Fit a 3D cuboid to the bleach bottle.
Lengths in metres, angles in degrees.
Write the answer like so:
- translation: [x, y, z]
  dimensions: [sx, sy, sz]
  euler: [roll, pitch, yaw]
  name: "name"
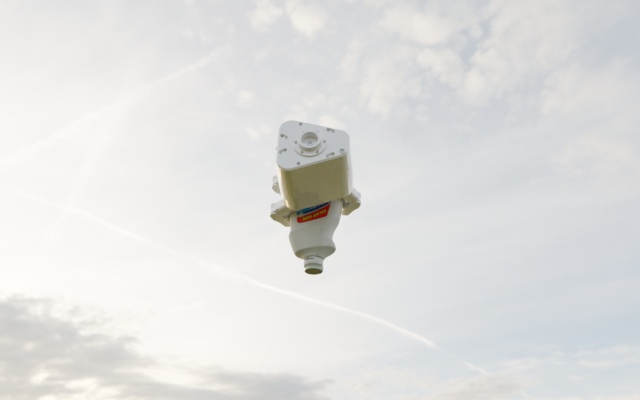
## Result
- translation: [0.000, 0.003, 0.801]
  dimensions: [0.102, 0.250, 0.068]
  euler: [-1, -31, 4]
  name: "bleach bottle"
